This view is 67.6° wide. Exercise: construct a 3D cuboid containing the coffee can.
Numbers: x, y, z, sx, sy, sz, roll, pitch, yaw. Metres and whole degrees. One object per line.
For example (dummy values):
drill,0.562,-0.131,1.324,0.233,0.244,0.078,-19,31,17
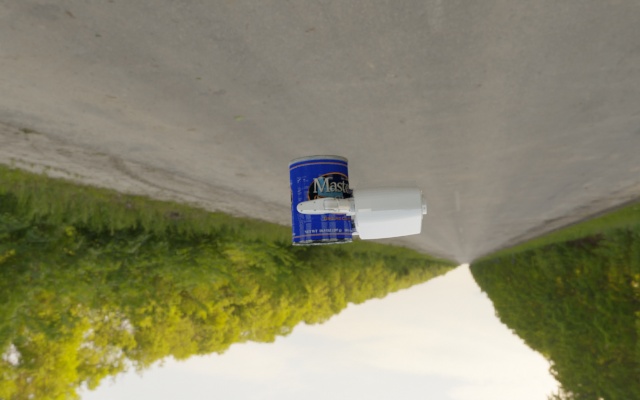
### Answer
coffee can,0.000,0.003,0.811,0.103,0.140,0.103,-3,-8,0
